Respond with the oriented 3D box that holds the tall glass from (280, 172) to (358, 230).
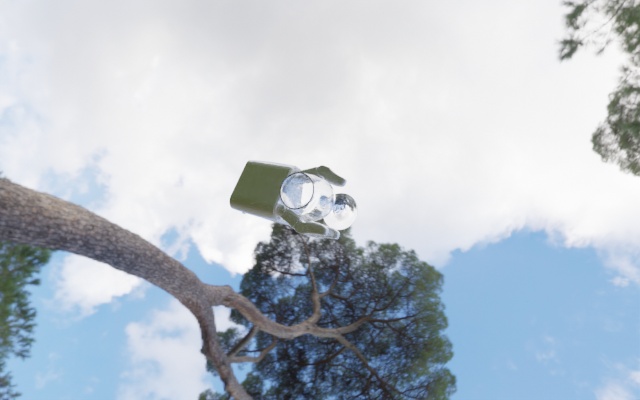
[{"bbox_3d":[0.001,0.003,0.856,0.079,0.079,0.201,0,-11,23],"label":"tall glass"}]
